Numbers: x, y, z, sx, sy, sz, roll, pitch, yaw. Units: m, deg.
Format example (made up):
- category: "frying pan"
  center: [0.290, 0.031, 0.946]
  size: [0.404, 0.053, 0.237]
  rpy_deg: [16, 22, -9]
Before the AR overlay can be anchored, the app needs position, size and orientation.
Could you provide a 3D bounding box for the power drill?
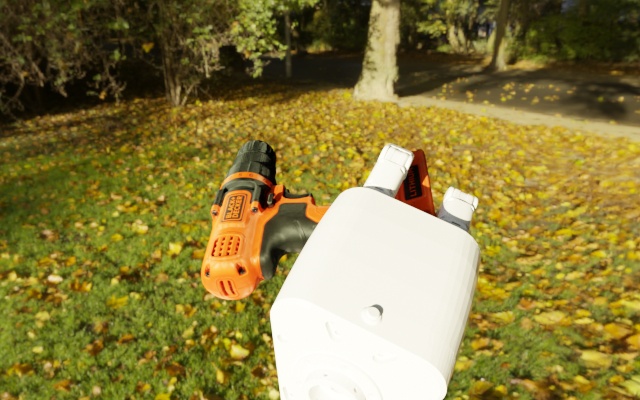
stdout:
- category: "power drill"
  center: [0.000, 0.001, 0.418]
  size: [0.187, 0.057, 0.184]
  rpy_deg: [-6, 42, 8]
